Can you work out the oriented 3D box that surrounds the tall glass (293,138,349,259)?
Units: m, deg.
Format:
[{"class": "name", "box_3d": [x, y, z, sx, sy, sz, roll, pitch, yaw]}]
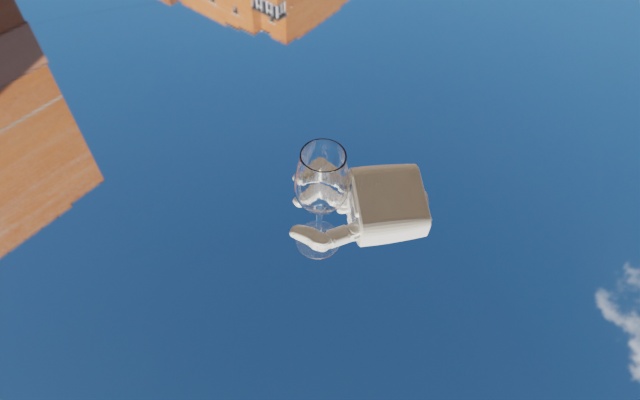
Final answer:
[{"class": "tall glass", "box_3d": [0.000, 0.003, 0.696, 0.079, 0.079, 0.201, 0, -38, -2]}]
